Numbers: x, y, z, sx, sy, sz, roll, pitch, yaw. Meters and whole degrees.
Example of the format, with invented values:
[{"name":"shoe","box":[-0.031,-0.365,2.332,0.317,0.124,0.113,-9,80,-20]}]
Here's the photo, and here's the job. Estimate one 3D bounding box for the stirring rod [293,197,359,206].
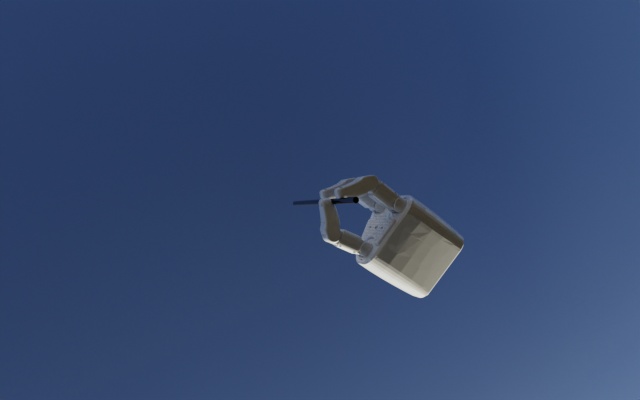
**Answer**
[{"name":"stirring rod","box":[0.000,0.002,0.677,0.011,0.011,0.239,0,-1,-20]}]
